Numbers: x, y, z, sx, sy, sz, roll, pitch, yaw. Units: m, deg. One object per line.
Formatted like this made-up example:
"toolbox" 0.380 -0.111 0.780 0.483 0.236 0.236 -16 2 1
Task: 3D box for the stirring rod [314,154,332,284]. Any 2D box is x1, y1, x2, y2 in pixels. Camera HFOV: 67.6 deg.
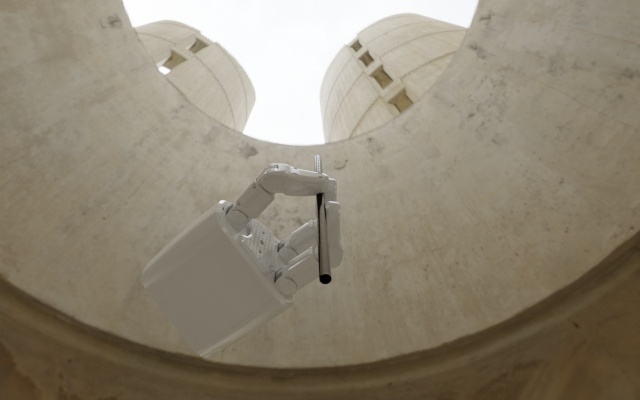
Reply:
"stirring rod" 0.000 0.001 0.417 0.011 0.011 0.239 0 24 -2
